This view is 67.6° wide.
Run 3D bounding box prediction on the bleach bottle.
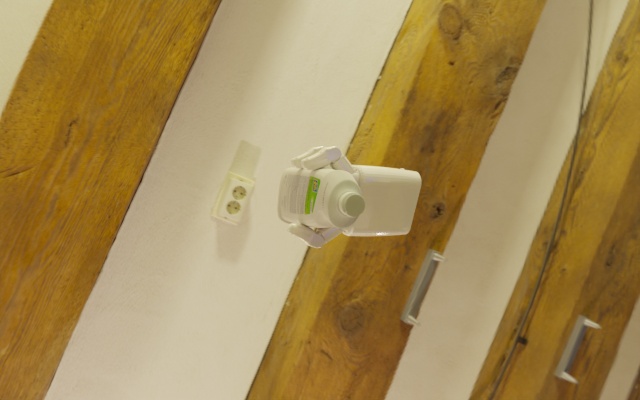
[{"bbox_3d":[0.000,0.002,0.712,0.068,0.102,0.251,3,5,-20],"label":"bleach bottle"}]
